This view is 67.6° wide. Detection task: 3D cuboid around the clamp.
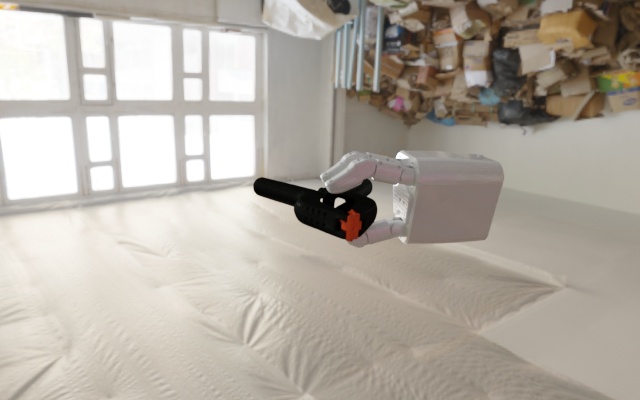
[{"bbox_3d":[0.000,0.003,0.571,0.164,0.036,0.210,0,14,-6],"label":"clamp"}]
